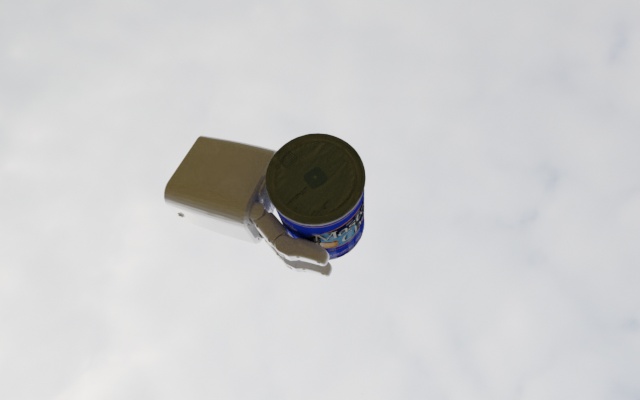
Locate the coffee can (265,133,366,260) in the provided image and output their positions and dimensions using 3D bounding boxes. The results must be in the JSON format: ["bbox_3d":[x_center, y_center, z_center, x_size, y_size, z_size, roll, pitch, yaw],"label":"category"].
[{"bbox_3d":[0.000,0.002,0.548,0.103,0.102,0.140,0,-22,5],"label":"coffee can"}]
